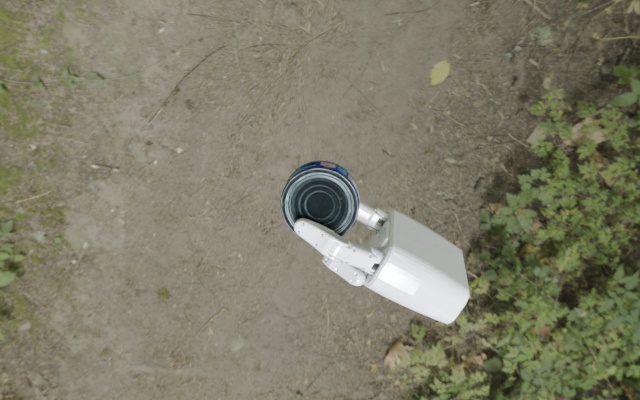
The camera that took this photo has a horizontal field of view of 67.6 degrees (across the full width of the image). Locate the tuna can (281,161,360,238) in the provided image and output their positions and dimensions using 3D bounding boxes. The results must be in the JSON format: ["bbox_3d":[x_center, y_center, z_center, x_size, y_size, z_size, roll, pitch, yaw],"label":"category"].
[{"bbox_3d":[0.000,0.002,0.519,0.086,0.086,0.033,0,16,4],"label":"tuna can"}]
